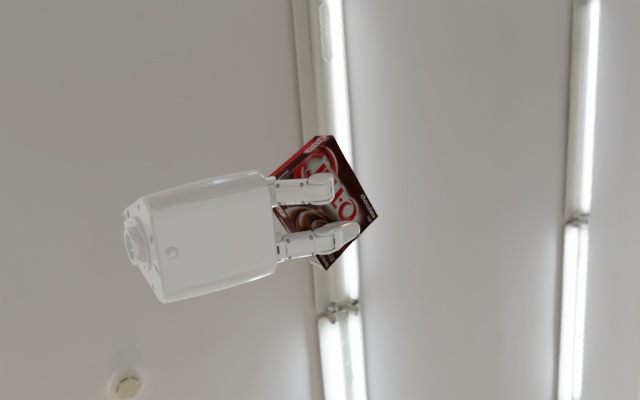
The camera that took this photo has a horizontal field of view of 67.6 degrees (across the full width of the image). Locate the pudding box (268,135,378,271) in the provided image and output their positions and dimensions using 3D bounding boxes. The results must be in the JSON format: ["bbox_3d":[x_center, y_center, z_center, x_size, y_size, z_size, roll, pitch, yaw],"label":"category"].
[{"bbox_3d":[0.000,0.002,0.500,0.090,0.113,0.039,-43,30,-22],"label":"pudding box"}]
